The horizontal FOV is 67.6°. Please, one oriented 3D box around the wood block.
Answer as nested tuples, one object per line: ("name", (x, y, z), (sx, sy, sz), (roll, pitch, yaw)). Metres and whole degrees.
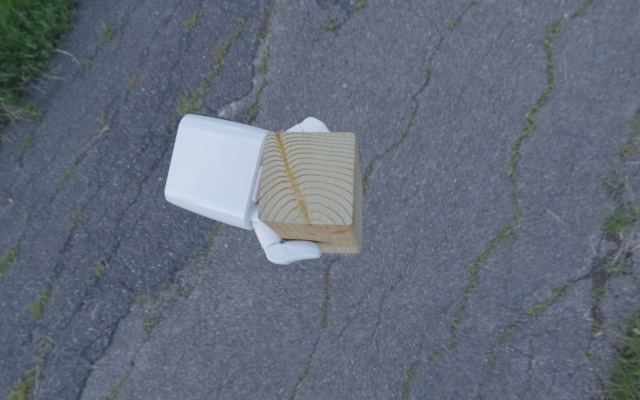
("wood block", (0.000, 0.002, 0.543), (0.090, 0.090, 0.206), (2, -13, 8))
